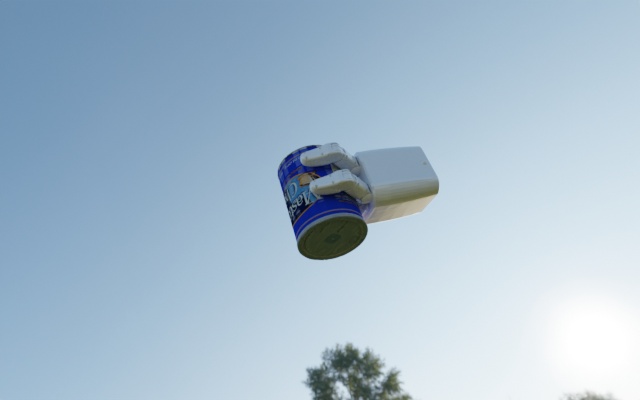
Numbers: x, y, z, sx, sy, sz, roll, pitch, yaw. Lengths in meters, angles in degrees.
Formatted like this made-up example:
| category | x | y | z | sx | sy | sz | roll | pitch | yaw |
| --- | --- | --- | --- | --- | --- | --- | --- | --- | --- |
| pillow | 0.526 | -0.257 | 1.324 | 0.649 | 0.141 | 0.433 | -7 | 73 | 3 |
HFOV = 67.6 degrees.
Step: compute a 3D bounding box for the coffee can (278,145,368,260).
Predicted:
| category | x | y | z | sx | sy | sz | roll | pitch | yaw |
| --- | --- | --- | --- | --- | --- | --- | --- | --- | --- |
| coffee can | 0.000 | 0.002 | 0.707 | 0.103 | 0.140 | 0.103 | -12 | -38 | -9 |
